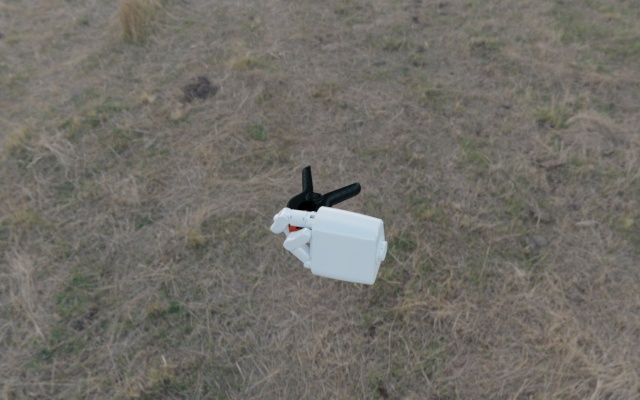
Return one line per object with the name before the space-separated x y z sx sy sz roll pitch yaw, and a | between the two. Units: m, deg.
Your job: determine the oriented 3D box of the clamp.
clamp | 0.000 0.002 0.865 0.120 0.039 0.171 10 45 16
